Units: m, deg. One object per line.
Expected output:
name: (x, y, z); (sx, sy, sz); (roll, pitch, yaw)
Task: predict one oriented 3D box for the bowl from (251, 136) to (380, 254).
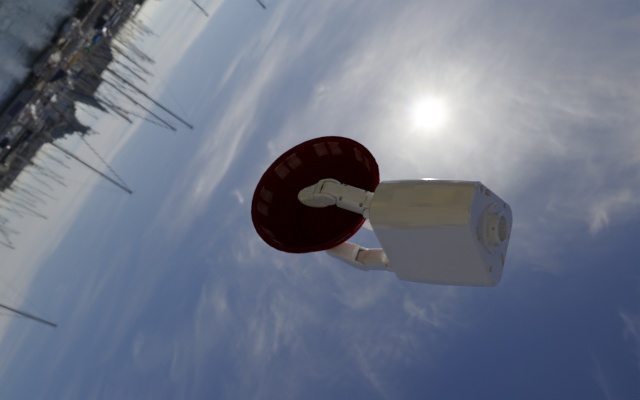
bowl: (-0.001, 0.002, 0.572); (0.162, 0.162, 0.055); (0, -32, 26)
